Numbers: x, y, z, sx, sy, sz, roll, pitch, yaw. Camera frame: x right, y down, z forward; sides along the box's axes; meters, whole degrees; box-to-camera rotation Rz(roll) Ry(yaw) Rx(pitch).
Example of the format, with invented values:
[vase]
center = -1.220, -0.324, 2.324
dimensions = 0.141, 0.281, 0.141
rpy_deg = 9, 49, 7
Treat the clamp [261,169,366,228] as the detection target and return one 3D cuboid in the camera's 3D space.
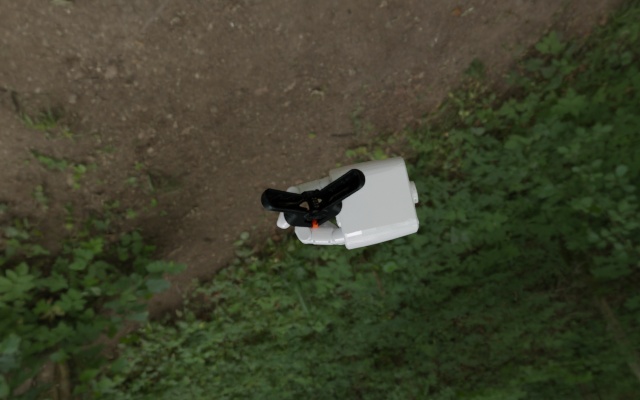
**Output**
[clamp]
center = 0.000, 0.003, 0.605
dimensions = 0.120, 0.039, 0.171
rpy_deg = -10, -12, 5
